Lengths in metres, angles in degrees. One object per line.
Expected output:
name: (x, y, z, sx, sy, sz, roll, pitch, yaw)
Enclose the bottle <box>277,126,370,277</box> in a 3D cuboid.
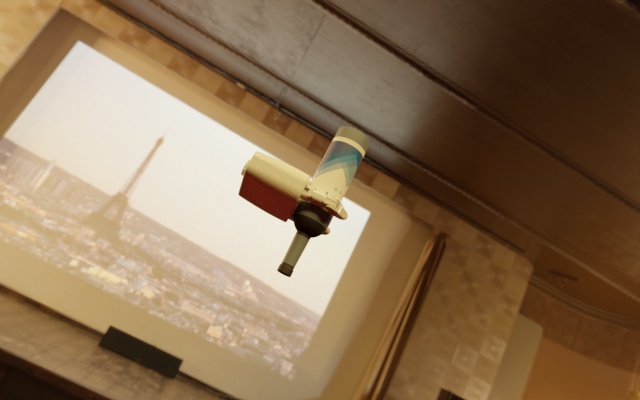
bottle: (0.000, 0.003, 0.873, 0.069, 0.295, 0.069, 25, -17, 8)
